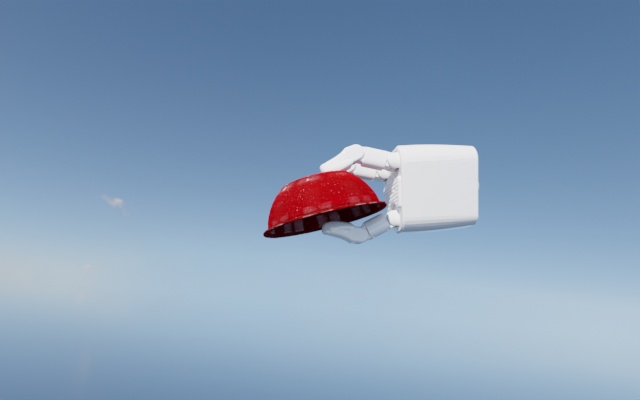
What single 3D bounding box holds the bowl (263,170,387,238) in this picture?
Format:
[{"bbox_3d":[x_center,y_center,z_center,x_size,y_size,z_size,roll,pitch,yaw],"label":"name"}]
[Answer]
[{"bbox_3d":[-0.001,0.002,0.609,0.162,0.055,0.162,-14,-10,-2],"label":"bowl"}]
